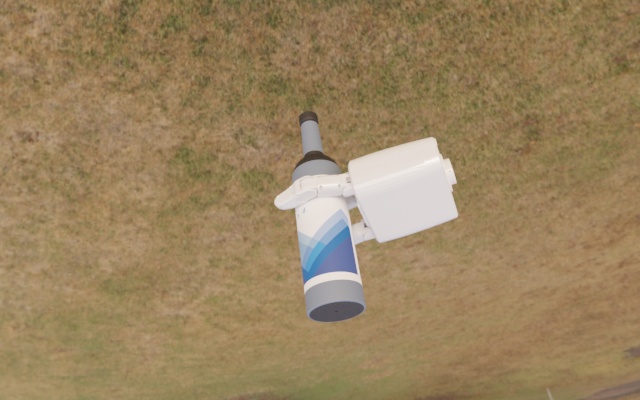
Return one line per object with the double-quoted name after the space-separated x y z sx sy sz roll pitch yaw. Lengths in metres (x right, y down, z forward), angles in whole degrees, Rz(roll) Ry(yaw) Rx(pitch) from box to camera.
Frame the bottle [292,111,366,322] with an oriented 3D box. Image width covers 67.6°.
0.000 0.002 0.610 0.069 0.295 0.069 -6 -33 -4 "bottle"
